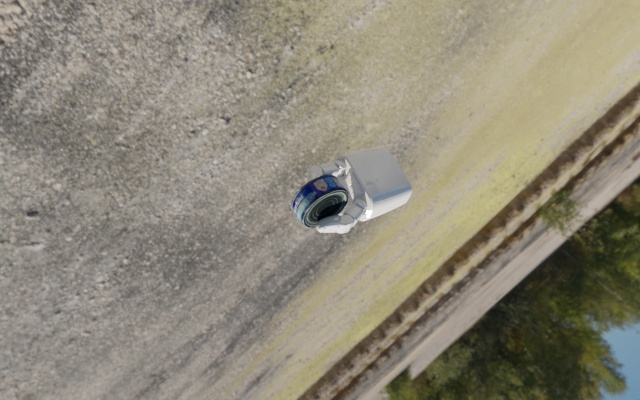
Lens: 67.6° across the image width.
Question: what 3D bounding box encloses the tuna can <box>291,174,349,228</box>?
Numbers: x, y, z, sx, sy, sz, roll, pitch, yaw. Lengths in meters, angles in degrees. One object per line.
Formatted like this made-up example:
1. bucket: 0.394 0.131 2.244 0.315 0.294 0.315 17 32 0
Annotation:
1. tuna can: 0.000 0.003 0.728 0.086 0.033 0.086 -27 -30 -17
